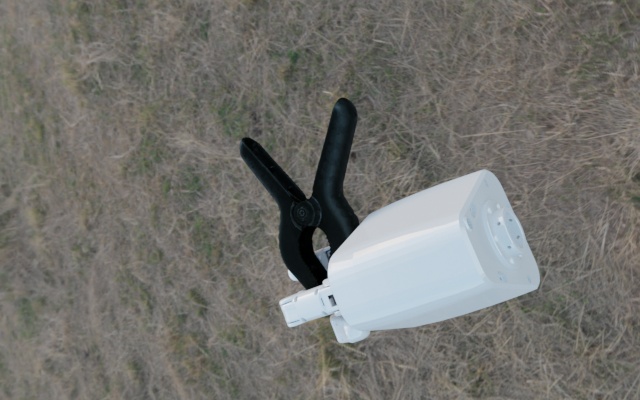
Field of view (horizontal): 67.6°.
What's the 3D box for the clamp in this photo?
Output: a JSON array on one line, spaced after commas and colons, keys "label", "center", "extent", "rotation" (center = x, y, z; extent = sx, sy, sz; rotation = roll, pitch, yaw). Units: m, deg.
[{"label": "clamp", "center": [0.000, 0.002, 0.405], "extent": [0.120, 0.171, 0.039], "rotation": [-27, -9, 36]}]
